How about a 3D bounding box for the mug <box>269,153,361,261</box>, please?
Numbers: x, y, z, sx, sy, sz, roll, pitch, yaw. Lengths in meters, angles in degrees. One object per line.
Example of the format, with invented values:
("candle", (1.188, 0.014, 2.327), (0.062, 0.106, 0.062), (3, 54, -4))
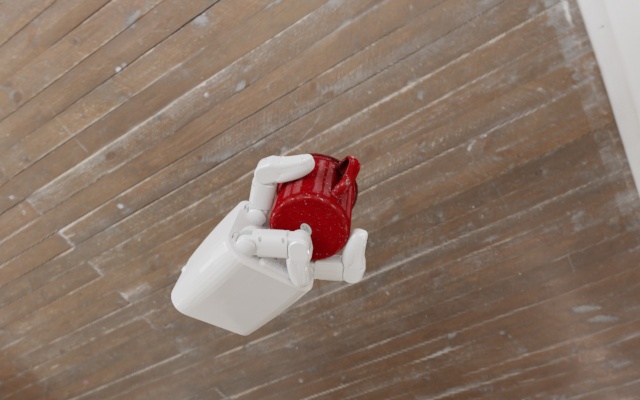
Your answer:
("mug", (0.001, 0.001, 0.497), (0.093, 0.117, 0.081), (39, 27, -16))
